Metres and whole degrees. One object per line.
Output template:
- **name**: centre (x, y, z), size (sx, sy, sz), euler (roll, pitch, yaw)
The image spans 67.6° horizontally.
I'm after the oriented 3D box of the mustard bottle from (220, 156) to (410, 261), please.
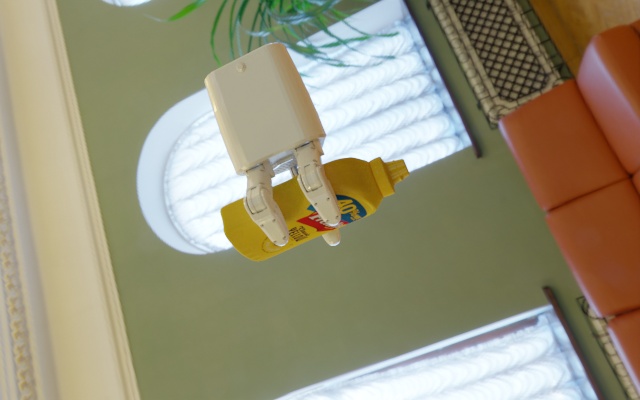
- **mustard bottle**: centre (0.000, 0.002, 0.498), size (0.191, 0.058, 0.096), euler (-23, -30, 11)
